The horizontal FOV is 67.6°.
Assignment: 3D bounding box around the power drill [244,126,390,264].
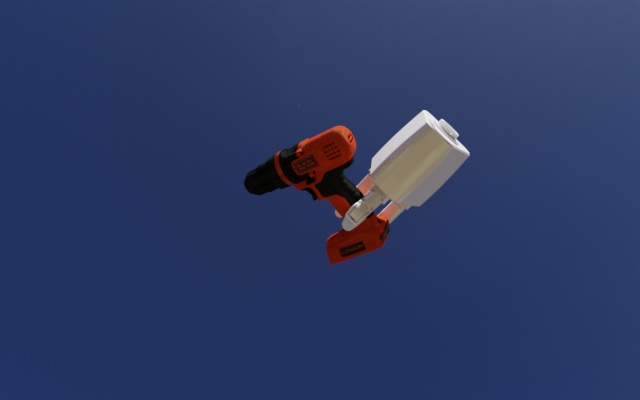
[{"bbox_3d":[0.001,0.003,0.695,0.184,0.188,0.057,-22,23,30],"label":"power drill"}]
